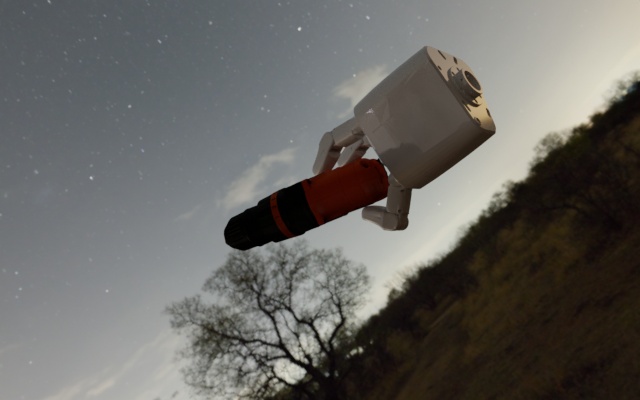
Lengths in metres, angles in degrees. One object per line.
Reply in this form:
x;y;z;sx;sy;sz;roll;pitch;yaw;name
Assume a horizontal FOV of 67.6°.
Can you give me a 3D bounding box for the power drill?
0.000;0.002;0.557;0.184;0.057;0.187;-21;1;21;power drill
